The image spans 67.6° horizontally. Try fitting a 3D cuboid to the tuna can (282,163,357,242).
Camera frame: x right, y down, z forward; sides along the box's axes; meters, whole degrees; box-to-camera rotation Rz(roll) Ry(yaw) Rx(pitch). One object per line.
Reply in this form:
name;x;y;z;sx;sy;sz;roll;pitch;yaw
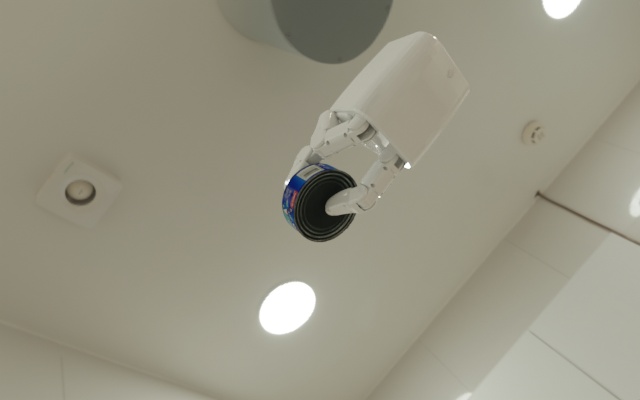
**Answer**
tuna can;0.000;0.002;0.543;0.086;0.086;0.033;0;19;-34
